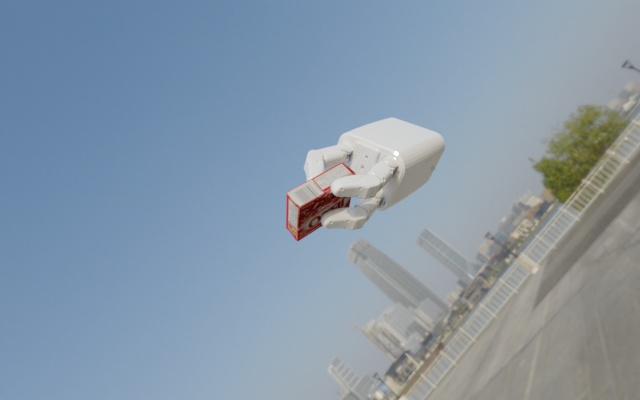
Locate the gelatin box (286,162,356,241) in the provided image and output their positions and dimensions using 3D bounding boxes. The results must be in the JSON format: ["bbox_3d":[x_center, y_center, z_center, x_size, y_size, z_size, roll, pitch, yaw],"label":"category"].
[{"bbox_3d":[0.000,0.002,0.594,0.089,0.030,0.073,-30,-29,-25],"label":"gelatin box"}]
